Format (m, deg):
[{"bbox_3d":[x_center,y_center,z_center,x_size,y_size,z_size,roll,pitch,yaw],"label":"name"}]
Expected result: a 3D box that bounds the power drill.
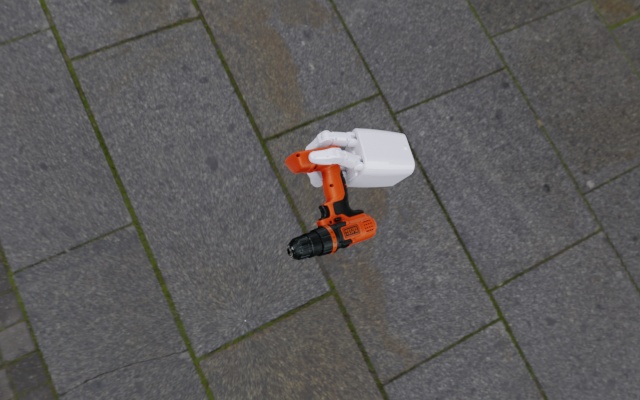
[{"bbox_3d":[0.000,0.002,0.856,0.184,0.187,0.057,-14,-6,-34],"label":"power drill"}]
